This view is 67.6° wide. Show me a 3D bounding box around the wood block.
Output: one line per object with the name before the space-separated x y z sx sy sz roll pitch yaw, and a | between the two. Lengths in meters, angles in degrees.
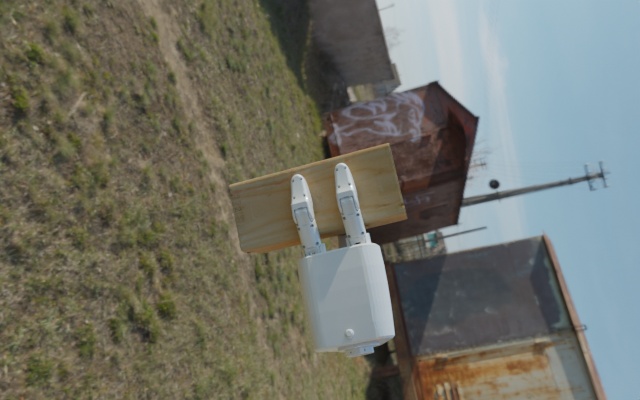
wood block | 0.000 0.002 0.619 0.206 0.090 0.091 -14 -9 10
